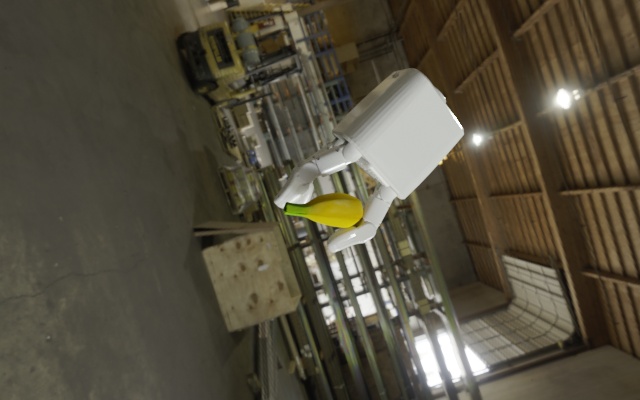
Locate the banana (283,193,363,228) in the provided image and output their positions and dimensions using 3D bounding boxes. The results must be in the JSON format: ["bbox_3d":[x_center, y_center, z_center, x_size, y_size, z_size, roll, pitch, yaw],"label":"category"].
[{"bbox_3d":[0.017,0.007,0.554,0.069,0.037,0.198,18,2,11],"label":"banana"}]
